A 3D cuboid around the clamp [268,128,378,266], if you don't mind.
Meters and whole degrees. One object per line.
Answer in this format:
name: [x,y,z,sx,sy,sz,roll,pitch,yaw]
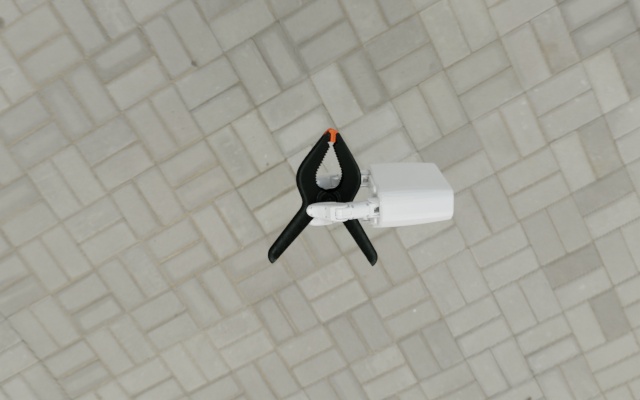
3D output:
clamp: [0.000,0.002,0.693,0.164,0.210,0.036,-4,13,-7]
